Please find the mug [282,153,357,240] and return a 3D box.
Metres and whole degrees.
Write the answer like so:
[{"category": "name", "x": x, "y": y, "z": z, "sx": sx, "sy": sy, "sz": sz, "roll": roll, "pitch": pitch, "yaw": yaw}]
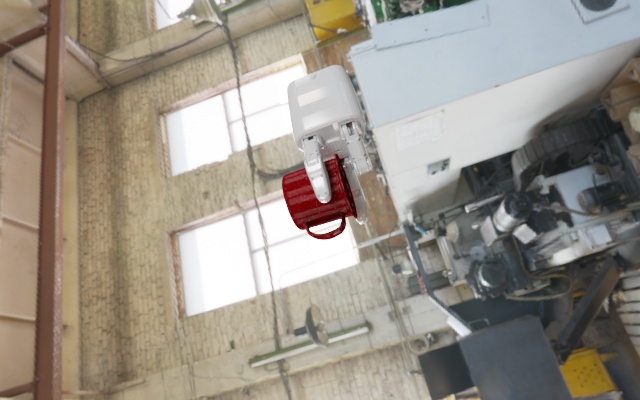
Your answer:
[{"category": "mug", "x": 0.000, "y": 0.003, "z": 0.646, "sx": 0.081, "sy": 0.117, "sz": 0.093, "roll": -18, "pitch": -32, "yaw": 8}]
